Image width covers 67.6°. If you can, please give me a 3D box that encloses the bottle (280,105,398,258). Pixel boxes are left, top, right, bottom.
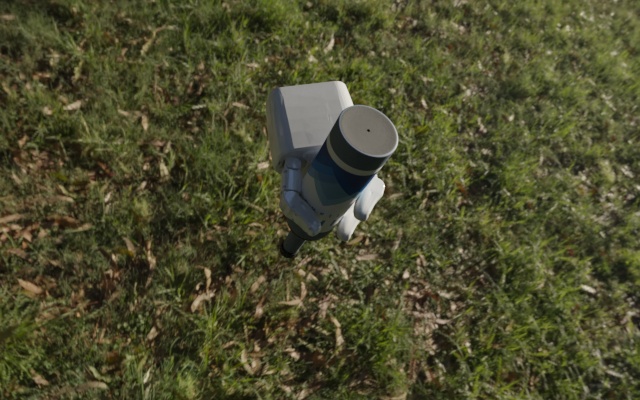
[{"bbox_3d":[0.000,0.002,0.598,0.069,0.069,0.296,0,-30,-22],"label":"bottle"}]
